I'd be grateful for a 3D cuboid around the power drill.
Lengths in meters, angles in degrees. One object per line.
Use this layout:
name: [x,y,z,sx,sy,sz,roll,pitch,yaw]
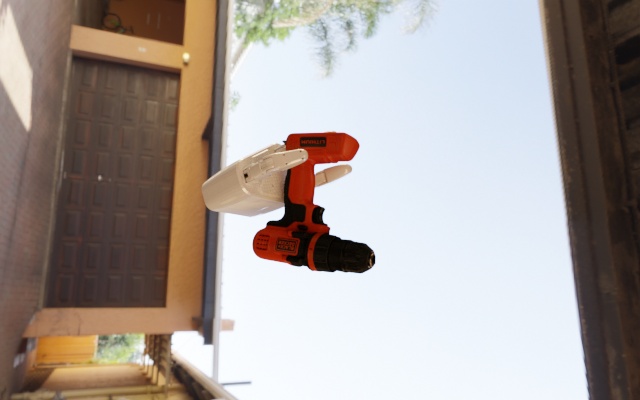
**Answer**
power drill: [0.000,0.002,0.651,0.184,0.187,0.057,5,-13,29]
